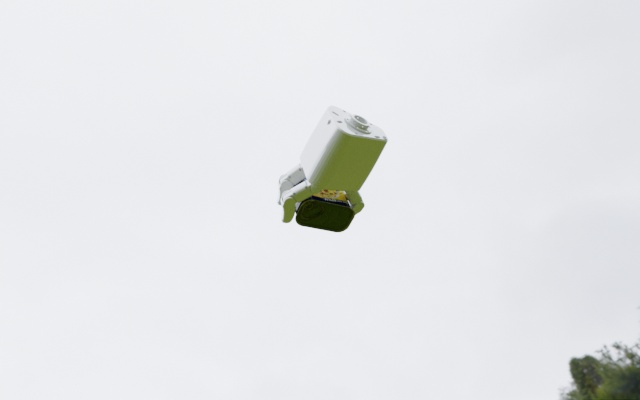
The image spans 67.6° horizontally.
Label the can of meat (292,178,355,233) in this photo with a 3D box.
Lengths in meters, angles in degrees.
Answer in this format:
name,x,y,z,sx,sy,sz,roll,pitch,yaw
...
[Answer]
name,x,y,z,sx,sy,sz,roll,pitch,yaw
can of meat,0.000,0.003,0.839,0.102,0.057,0.084,12,35,-24
